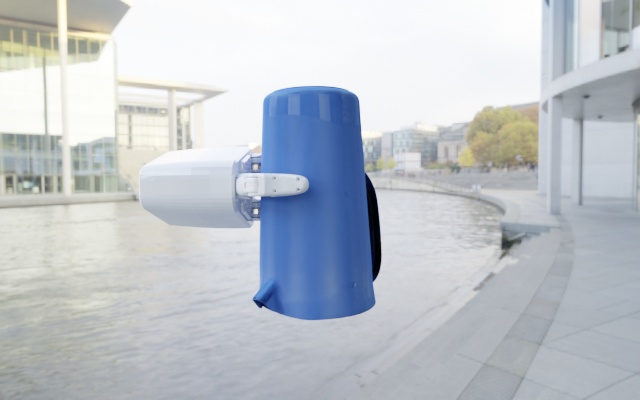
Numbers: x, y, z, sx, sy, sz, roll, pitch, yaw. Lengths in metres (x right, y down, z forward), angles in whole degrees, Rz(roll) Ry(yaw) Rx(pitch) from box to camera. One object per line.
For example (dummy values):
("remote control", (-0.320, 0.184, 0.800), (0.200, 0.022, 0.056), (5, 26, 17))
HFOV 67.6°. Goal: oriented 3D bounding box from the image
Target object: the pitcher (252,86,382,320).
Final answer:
("pitcher", (0.000, 0.002, 0.543), (0.145, 0.243, 0.149), (-1, 2, 3))
